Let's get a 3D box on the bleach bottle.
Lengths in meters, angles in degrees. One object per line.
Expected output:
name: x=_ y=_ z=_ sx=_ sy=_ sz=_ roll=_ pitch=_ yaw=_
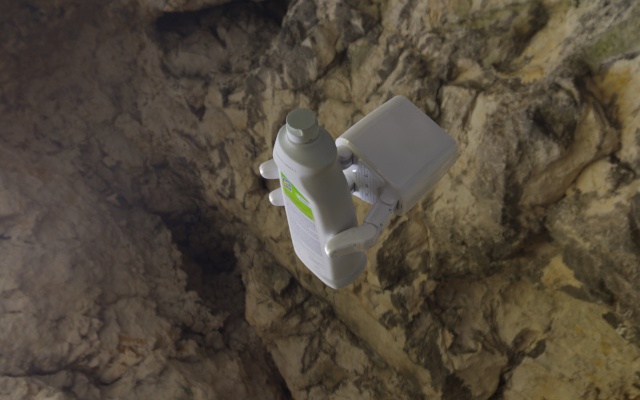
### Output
bleach bottle: x=0.000 y=0.002 z=0.538 sx=0.102 sy=0.068 sz=0.251 roll=38 pitch=-23 yaw=28
